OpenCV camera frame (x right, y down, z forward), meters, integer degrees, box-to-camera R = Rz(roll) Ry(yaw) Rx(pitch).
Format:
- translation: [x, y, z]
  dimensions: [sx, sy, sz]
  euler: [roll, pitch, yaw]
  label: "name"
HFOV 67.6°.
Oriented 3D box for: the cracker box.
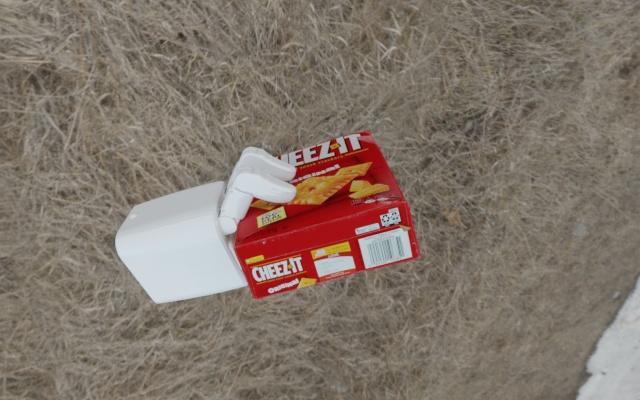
- translation: [0.000, 0.002, 0.526]
  dimensions: [0.164, 0.072, 0.213]
  euler: [-15, 26, 3]
  label: "cracker box"
